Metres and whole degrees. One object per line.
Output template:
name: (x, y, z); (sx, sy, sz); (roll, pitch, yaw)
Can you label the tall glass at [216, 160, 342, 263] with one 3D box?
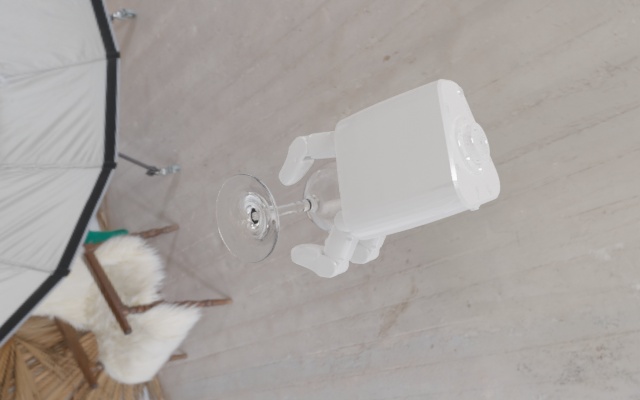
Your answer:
tall glass: (0.000, 0.002, 0.468); (0.079, 0.079, 0.201); (0, 8, 38)
